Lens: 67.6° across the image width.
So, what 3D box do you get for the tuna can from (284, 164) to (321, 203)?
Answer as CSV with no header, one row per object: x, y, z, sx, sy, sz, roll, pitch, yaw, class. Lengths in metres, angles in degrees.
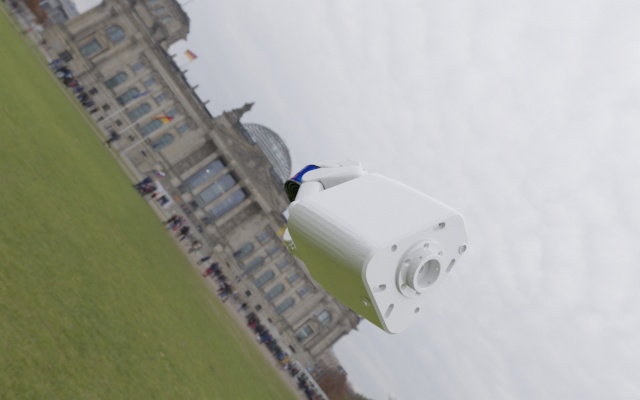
0.000,0.001,0.538,0.033,0.086,0.086,-41,15,-19,tuna can
